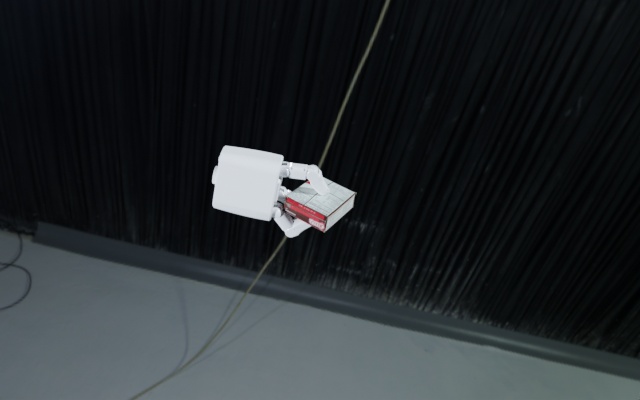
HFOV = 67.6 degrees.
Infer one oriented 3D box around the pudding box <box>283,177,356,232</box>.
[{"bbox_3d":[0.000,0.003,0.867,0.090,0.039,0.113,27,37,20],"label":"pudding box"}]
